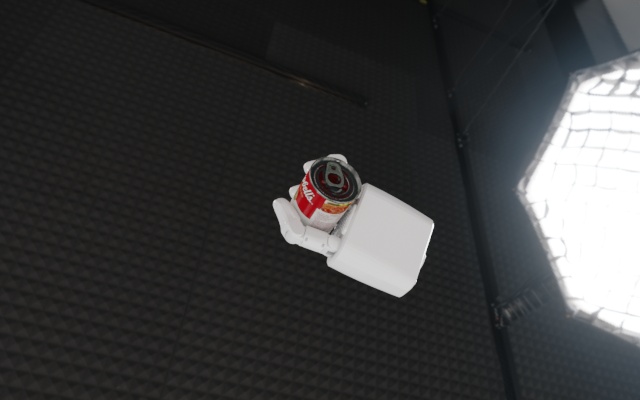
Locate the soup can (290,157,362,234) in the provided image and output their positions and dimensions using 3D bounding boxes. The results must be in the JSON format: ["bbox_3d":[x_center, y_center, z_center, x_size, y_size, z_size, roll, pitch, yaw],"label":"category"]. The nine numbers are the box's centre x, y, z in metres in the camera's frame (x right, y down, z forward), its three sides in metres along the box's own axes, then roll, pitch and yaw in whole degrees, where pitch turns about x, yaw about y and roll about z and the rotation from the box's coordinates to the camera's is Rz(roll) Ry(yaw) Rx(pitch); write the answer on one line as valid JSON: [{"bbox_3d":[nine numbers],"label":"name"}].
[{"bbox_3d":[0.000,0.002,0.608,0.068,0.068,0.102,0,-33,-26],"label":"soup can"}]
